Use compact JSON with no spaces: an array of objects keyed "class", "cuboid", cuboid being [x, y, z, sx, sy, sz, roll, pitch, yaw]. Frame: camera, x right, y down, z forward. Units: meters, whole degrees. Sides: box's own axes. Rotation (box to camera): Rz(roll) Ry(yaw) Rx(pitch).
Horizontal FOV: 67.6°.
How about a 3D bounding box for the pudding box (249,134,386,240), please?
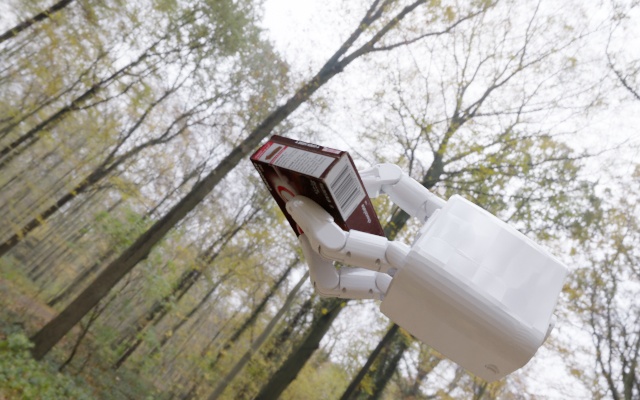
[{"class":"pudding box","cuboid":[0.000,0.001,0.415,0.090,0.114,0.039,18,55,41]}]
